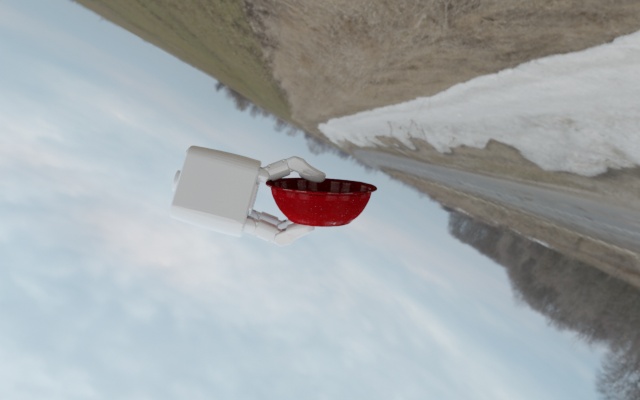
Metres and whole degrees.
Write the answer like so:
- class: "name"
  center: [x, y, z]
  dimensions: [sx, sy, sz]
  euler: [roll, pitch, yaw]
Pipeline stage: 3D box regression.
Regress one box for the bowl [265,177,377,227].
- class: "bowl"
  center: [0.001, 0.003, 0.693]
  dimensions: [0.162, 0.055, 0.162]
  euler: [2, 9, 0]
